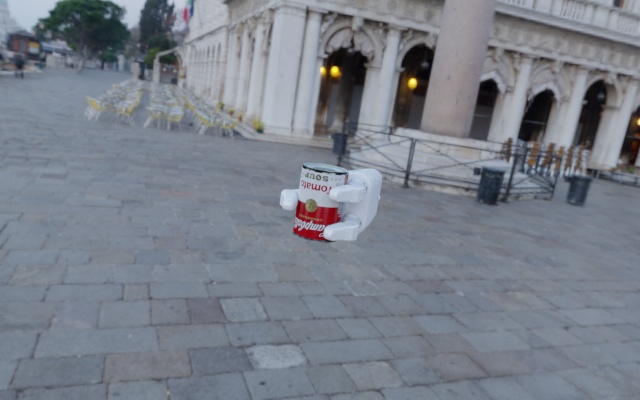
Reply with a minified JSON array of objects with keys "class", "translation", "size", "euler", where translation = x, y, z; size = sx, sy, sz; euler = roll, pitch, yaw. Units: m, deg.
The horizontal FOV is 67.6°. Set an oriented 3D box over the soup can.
[{"class":"soup can","translation":[0.000,0.002,0.684],"size":[0.068,0.102,0.068],"euler":[9,12,-2]}]
